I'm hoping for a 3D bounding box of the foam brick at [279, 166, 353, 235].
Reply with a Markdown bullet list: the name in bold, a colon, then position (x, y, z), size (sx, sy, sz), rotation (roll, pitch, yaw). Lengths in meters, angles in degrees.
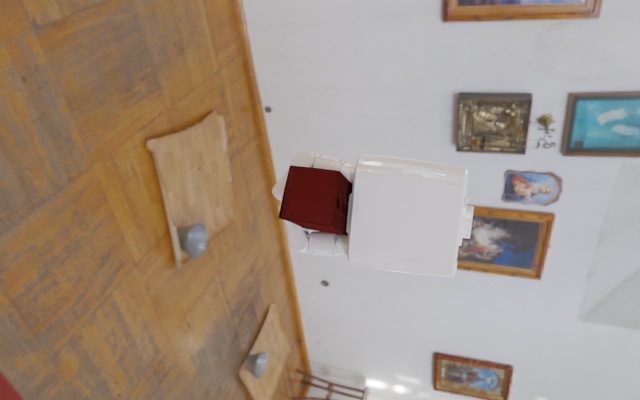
- **foam brick**: position (0.000, 0.002, 0.470), size (0.051, 0.053, 0.078), rotation (8, -8, 17)
